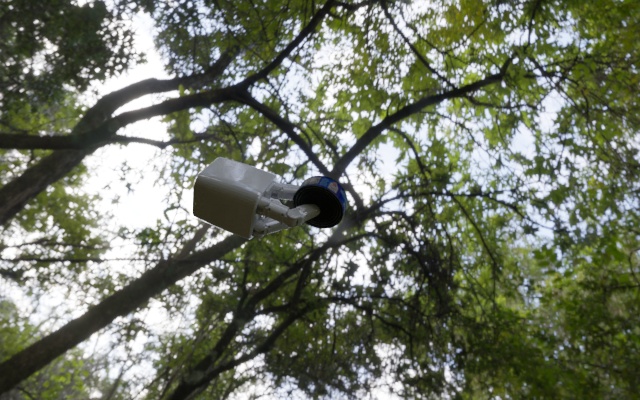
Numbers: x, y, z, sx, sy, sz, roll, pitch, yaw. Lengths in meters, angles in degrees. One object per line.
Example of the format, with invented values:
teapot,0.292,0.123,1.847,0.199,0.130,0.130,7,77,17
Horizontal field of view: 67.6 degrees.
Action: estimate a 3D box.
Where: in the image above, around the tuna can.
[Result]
tuna can,0.000,0.002,0.774,0.086,0.086,0.033,0,35,22
